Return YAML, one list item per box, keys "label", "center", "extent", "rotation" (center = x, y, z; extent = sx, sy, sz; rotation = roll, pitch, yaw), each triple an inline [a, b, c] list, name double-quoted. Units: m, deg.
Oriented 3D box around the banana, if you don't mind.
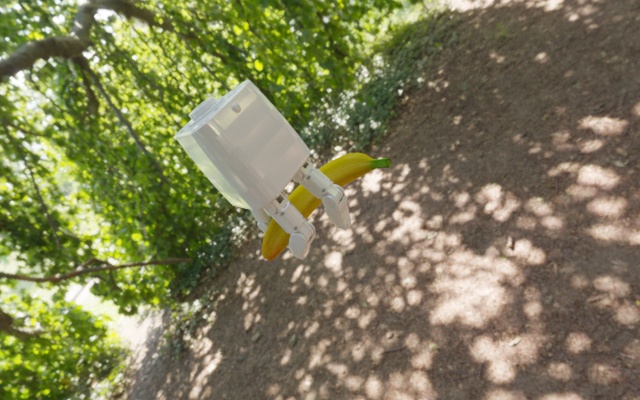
- label: "banana"
  center: [-0.006, -0.004, 0.595]
  extent: [0.198, 0.037, 0.069]
  rotation: [-40, 26, -13]
